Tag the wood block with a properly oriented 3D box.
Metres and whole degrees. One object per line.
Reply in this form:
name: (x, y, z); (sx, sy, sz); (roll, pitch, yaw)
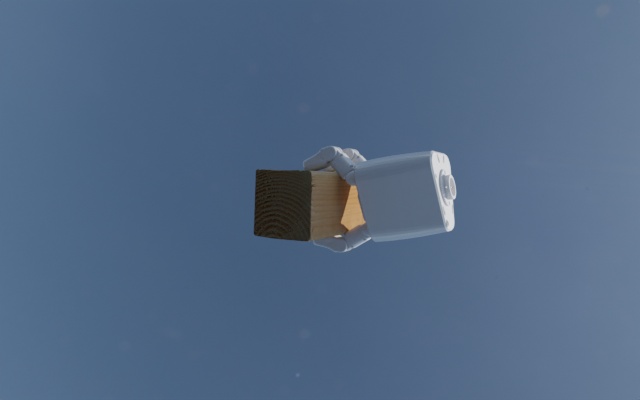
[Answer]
wood block: (0.001, 0.003, 0.699); (0.090, 0.091, 0.206); (3, 3, 29)
